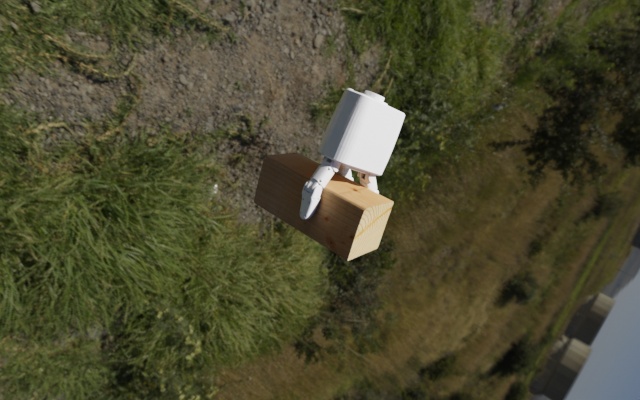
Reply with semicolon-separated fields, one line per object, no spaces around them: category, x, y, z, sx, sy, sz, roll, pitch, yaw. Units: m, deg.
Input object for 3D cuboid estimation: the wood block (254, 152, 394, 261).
wood block;0.000;0.002;0.781;0.206;0.090;0.091;29;24;30
